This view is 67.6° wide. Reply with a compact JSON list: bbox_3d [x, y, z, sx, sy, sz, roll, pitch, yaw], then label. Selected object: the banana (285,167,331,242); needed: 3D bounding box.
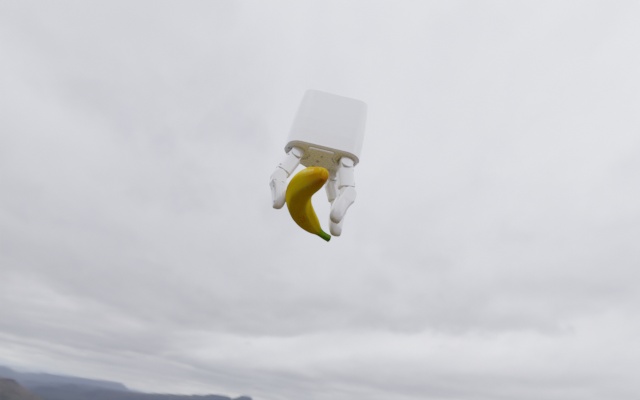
[{"bbox_3d":[-0.018,0.000,0.676,0.069,0.037,0.198,12,-26,10],"label":"banana"}]
